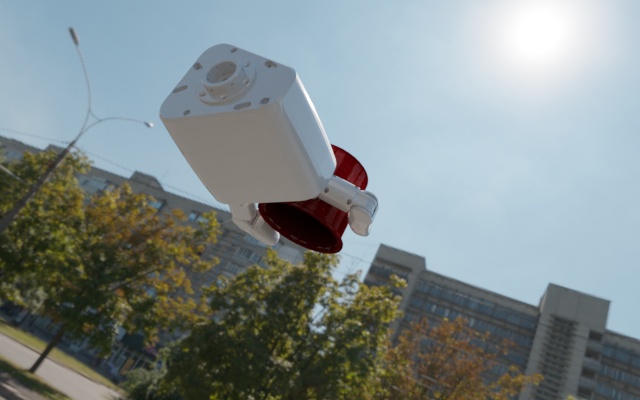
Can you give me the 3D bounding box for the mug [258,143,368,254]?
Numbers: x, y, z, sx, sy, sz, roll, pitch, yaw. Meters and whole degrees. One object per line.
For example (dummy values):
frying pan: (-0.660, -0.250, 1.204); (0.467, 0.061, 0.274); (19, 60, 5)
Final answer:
mug: (0.001, 0.002, 0.491); (0.093, 0.081, 0.117); (15, -28, 27)
